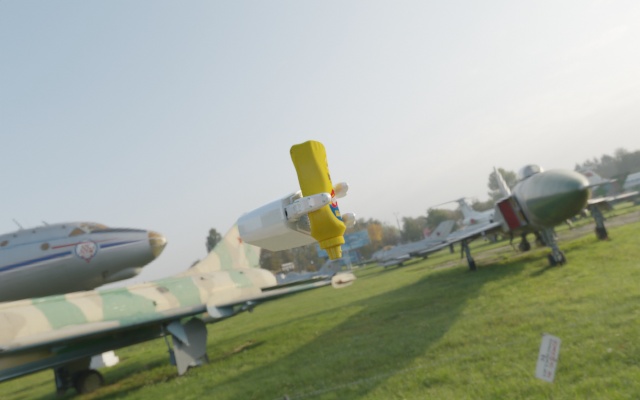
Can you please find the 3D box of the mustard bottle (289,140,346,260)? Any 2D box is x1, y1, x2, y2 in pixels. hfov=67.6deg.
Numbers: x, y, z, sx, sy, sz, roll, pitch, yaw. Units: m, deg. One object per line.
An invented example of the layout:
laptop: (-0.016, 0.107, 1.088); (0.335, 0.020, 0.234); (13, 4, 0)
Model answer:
mustard bottle: (0.000, 0.002, 0.781); (0.058, 0.191, 0.096); (-15, -8, 7)
